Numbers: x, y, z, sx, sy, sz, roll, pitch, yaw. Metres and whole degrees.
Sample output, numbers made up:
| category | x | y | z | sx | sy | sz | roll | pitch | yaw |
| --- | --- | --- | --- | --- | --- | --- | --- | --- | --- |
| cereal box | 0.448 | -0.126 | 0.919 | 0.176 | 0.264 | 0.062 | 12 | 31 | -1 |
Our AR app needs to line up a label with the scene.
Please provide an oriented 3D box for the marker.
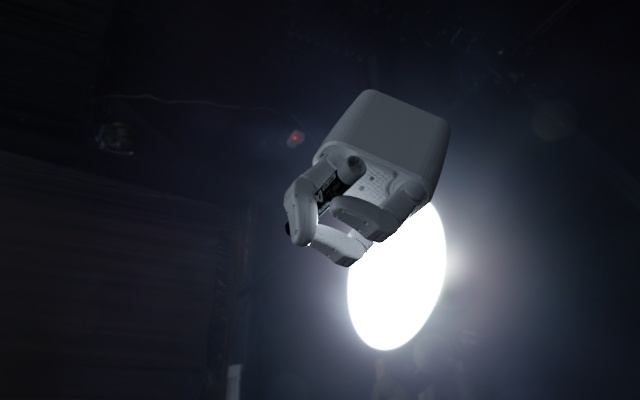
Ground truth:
| category | x | y | z | sx | sy | sz | roll | pitch | yaw |
| --- | --- | --- | --- | --- | --- | --- | --- | --- | --- |
| marker | 0.000 | 0.001 | 0.413 | 0.020 | 0.020 | 0.121 | 0 | -28 | -32 |
